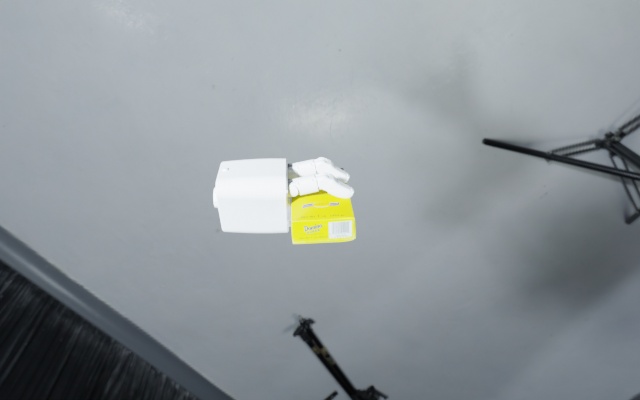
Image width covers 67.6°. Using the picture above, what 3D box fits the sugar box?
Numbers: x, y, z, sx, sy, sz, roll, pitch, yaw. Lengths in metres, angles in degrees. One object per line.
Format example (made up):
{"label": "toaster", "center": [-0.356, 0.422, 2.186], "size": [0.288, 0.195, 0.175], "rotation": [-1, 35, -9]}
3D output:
{"label": "sugar box", "center": [0.000, 0.002, 0.755], "size": [0.093, 0.048, 0.176], "rotation": [-3, 30, -3]}
